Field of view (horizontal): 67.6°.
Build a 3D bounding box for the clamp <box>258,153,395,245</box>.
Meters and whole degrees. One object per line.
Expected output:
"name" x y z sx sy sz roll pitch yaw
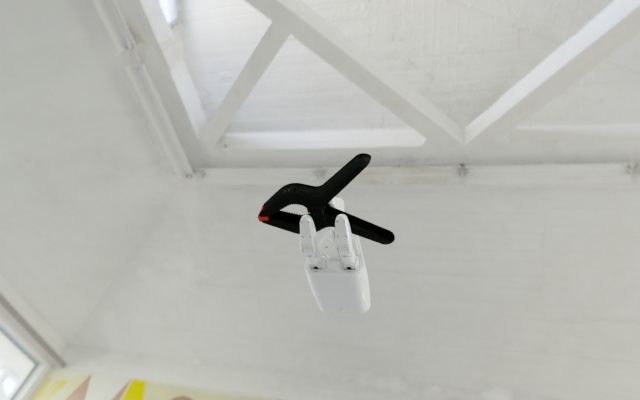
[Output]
"clamp" 0.000 0.002 0.721 0.210 0.165 0.036 -1 38 17
